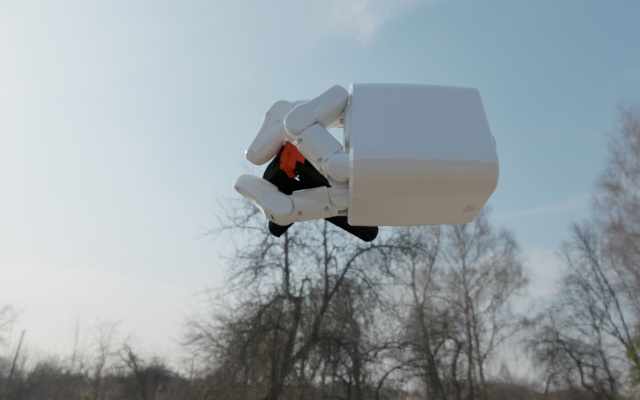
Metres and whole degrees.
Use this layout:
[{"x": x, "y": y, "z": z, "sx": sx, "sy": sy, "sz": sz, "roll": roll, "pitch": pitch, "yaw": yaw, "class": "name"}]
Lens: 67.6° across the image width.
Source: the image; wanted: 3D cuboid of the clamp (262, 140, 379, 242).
[{"x": 0.000, "y": 0.001, "z": 0.460, "sx": 0.120, "sy": 0.039, "sz": 0.171, "roll": 0, "pitch": -24, "yaw": 2, "class": "clamp"}]
